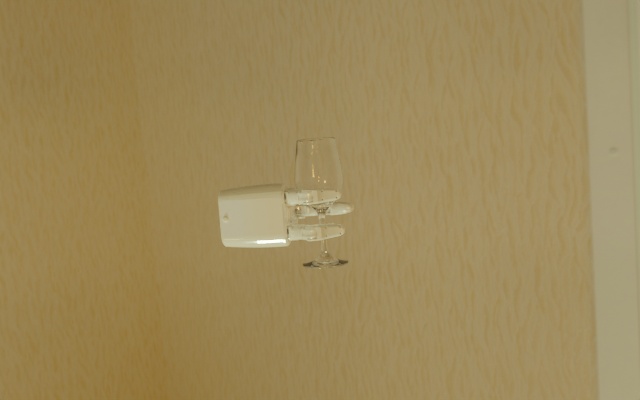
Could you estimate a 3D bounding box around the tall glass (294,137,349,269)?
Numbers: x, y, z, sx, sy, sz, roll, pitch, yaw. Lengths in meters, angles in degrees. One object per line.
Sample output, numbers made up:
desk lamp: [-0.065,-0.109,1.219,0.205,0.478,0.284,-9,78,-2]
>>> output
tall glass: [0.000,0.003,0.762,0.079,0.201,0.079,-4,3,0]
